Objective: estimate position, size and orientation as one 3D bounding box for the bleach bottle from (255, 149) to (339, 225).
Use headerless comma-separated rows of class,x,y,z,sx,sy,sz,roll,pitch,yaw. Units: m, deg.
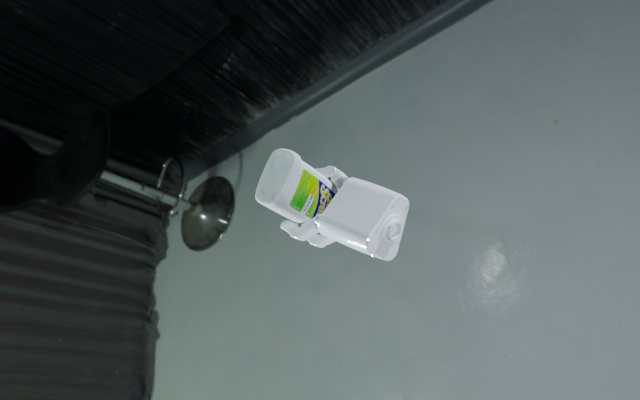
bleach bottle,0.000,0.003,0.854,0.068,0.102,0.251,19,-6,42
